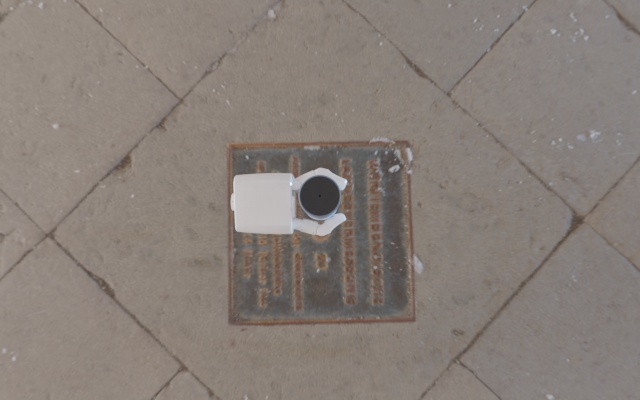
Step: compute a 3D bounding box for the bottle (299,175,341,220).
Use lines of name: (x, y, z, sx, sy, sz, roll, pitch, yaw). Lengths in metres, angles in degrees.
bottle: (0.000, 0.003, 0.887, 0.069, 0.069, 0.296, 0, -4, 0)
